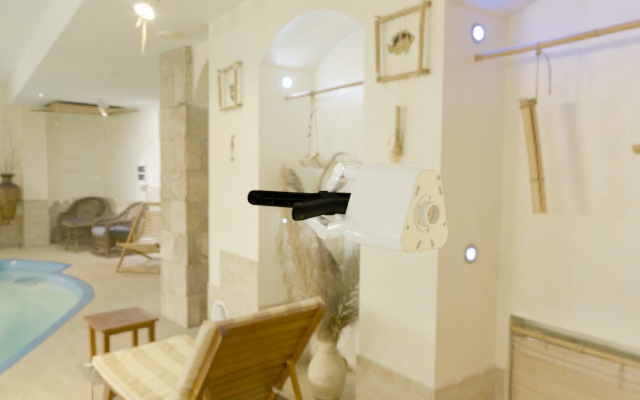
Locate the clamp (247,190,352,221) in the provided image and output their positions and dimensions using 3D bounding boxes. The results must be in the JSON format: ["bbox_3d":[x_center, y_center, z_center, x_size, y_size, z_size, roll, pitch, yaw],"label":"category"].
[{"bbox_3d":[0.001,0.002,0.746,0.210,0.036,0.164,-2,10,-38],"label":"clamp"}]
